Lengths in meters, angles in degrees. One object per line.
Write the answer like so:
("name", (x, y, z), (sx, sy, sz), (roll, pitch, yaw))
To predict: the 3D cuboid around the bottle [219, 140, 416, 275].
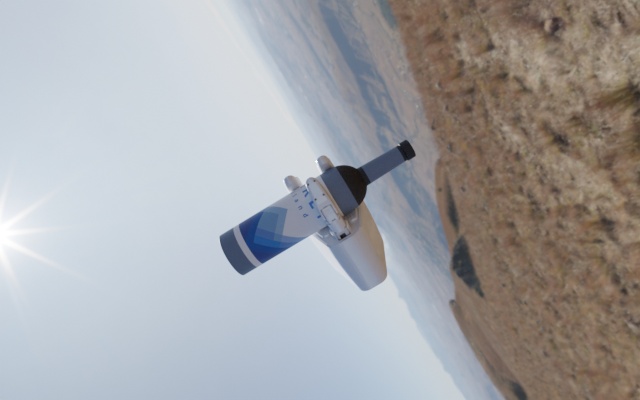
("bottle", (0.000, 0.002, 0.672), (0.296, 0.069, 0.069), (-31, -2, 3))
